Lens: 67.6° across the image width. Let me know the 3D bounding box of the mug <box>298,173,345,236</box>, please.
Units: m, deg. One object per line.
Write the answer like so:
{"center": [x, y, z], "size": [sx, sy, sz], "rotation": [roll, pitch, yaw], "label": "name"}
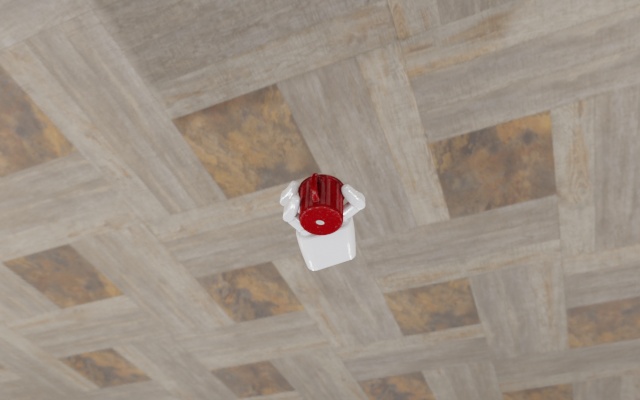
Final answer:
{"center": [0.000, 0.002, 0.887], "size": [0.093, 0.117, 0.081], "rotation": [-6, 44, 8], "label": "mug"}
